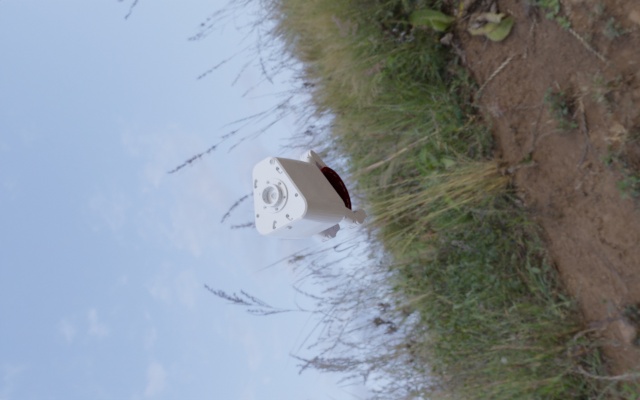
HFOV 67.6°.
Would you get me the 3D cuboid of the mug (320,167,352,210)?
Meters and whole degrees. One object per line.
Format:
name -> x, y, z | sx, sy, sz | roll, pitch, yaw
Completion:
mug -> 0.001, 0.003, 0.815 | 0.081, 0.093, 0.117 | -25, -17, 26
